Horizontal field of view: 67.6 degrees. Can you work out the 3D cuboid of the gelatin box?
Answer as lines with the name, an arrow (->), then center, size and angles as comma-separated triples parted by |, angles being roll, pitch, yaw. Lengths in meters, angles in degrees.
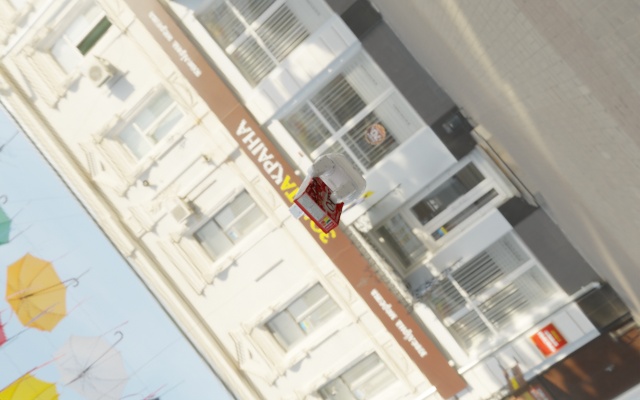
gelatin box -> 0.000, 0.003, 0.742 | 0.030, 0.073, 0.089 | -40, 10, 22
